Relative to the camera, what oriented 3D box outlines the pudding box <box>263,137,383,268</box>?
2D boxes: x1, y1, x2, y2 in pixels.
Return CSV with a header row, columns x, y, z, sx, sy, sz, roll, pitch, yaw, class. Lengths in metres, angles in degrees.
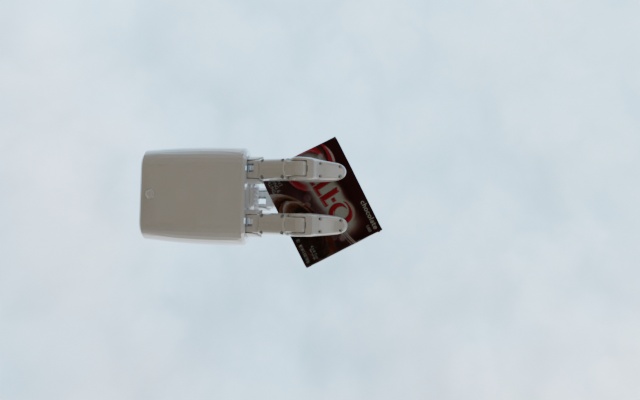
x,y,z,sx,sy,sz,roll,pitch,yaw,class
0.000,0.002,0.510,0.090,0.113,0.039,-27,-1,-2,pudding box
